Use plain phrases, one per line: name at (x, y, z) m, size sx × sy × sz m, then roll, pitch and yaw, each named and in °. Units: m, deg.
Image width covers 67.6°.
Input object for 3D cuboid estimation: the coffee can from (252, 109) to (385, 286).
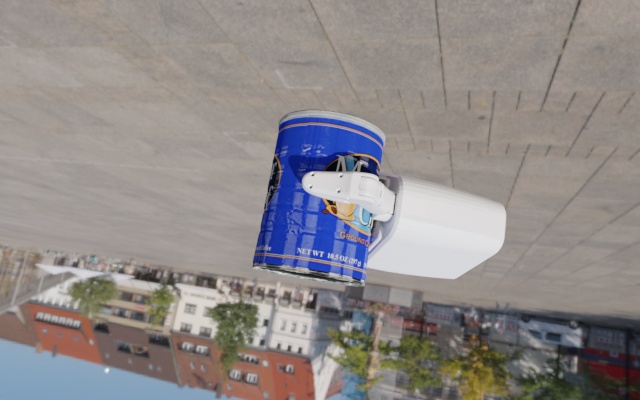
coffee can at (0.000, 0.001, 0.442) m, size 0.103 × 0.140 × 0.103 m, roll 9°, pitch -12°, yaw 2°
